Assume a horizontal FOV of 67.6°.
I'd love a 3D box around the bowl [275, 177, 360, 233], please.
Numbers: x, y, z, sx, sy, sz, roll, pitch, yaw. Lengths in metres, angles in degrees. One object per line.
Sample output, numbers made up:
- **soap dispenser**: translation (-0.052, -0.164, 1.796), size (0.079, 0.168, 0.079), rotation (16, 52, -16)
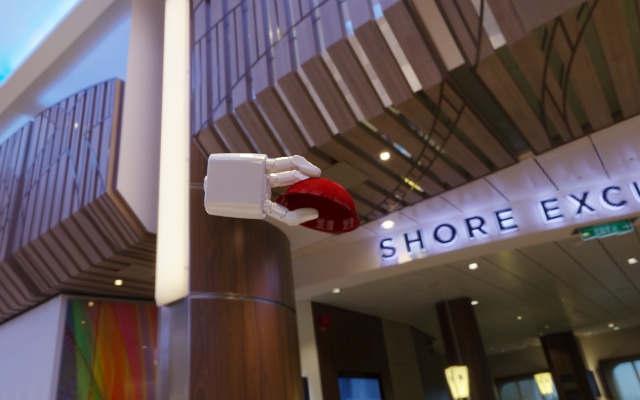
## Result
- **bowl**: translation (0.002, 0.003, 0.893), size (0.162, 0.055, 0.162), rotation (13, -25, 6)
